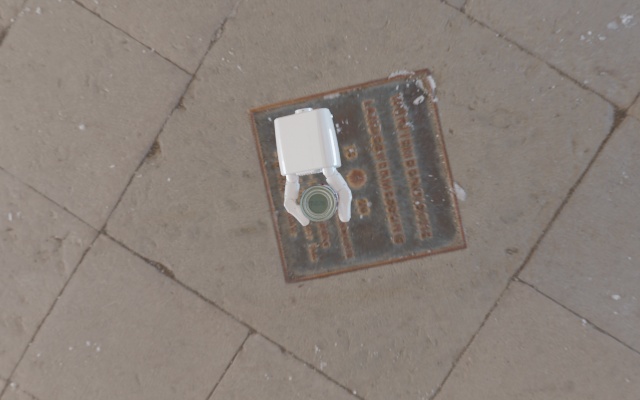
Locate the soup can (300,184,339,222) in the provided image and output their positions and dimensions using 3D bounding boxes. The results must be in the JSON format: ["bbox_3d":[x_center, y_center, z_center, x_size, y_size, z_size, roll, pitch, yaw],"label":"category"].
[{"bbox_3d":[0.000,0.003,0.889,0.068,0.068,0.102,0,3,5],"label":"soup can"}]
